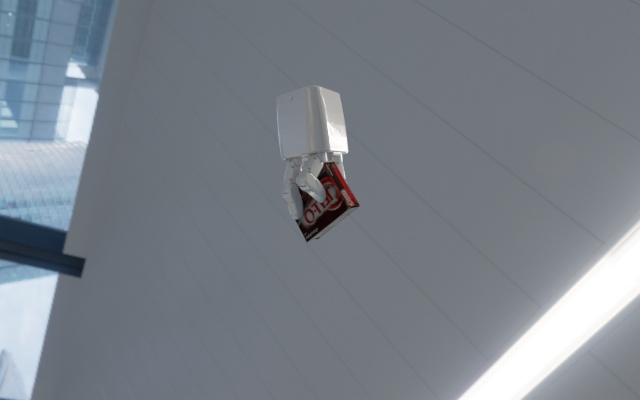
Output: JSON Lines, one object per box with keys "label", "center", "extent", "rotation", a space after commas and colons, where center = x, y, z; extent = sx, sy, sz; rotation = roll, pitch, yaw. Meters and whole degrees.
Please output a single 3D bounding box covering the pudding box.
{"label": "pudding box", "center": [0.000, 0.003, 0.794], "extent": [0.039, 0.090, 0.113], "rotation": [-9, -26, -47]}
